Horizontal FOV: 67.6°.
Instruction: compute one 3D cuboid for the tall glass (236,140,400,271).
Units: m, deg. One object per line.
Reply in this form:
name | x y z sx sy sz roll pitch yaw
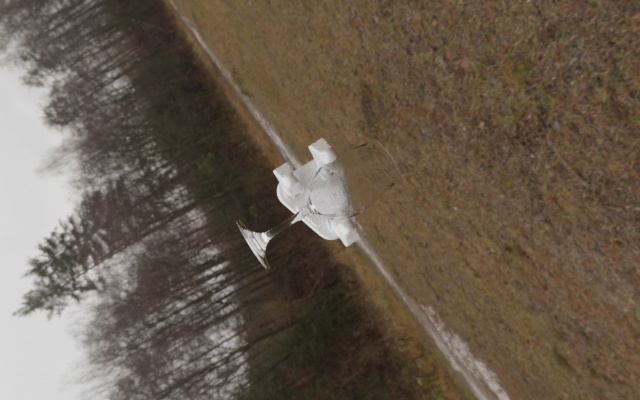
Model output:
tall glass | 0.000 0.002 0.598 0.201 0.079 0.079 -32 3 -4
